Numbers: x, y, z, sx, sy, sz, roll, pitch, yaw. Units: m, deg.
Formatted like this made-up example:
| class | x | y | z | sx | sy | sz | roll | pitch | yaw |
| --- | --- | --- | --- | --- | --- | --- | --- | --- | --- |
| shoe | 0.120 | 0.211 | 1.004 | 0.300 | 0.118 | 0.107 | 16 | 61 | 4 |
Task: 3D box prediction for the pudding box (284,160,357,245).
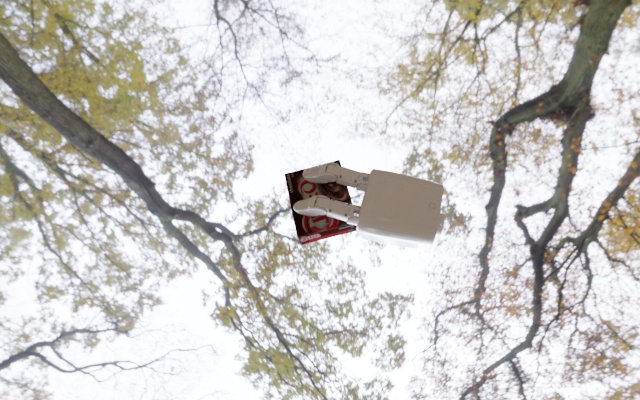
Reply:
| class | x | y | z | sx | sy | sz | roll | pitch | yaw |
| --- | --- | --- | --- | --- | --- | --- | --- | --- | --- |
| pudding box | 0.000 | 0.002 | 0.721 | 0.090 | 0.113 | 0.039 | -14 | -29 | 0 |
